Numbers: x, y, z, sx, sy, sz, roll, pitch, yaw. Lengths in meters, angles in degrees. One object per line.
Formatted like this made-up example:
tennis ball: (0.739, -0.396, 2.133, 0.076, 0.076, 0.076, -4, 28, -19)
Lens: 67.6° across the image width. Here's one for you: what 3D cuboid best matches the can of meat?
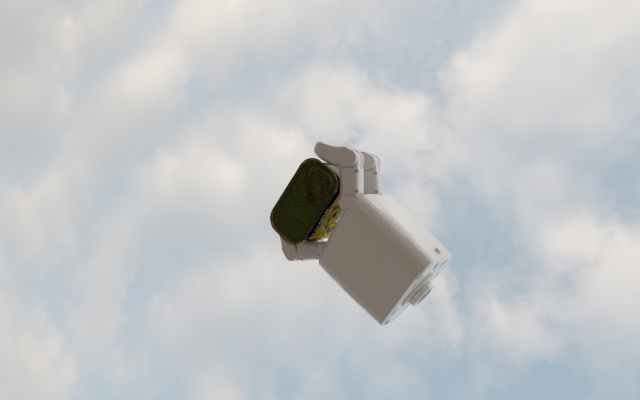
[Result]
can of meat: (0.000, 0.002, 0.581, 0.057, 0.102, 0.084, 41, 20, 25)
